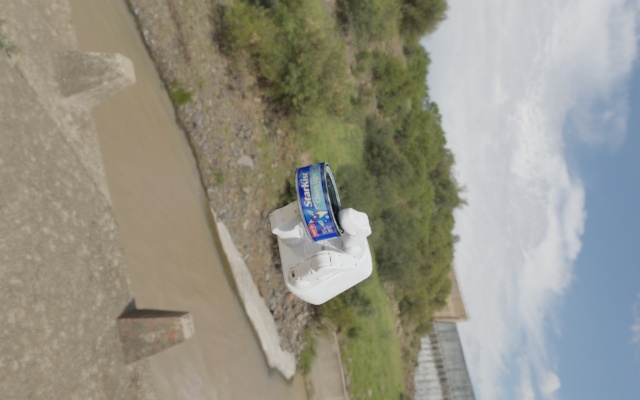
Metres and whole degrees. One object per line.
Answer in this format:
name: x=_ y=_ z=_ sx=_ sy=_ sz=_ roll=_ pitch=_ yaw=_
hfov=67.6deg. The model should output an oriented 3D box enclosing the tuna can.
tuna can: x=0.001 y=0.002 z=0.526 sx=0.034 sy=0.086 sz=0.086 roll=-13 pitch=-2 yaw=10
